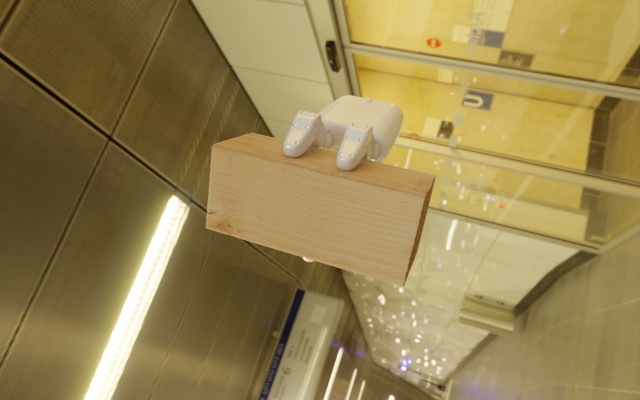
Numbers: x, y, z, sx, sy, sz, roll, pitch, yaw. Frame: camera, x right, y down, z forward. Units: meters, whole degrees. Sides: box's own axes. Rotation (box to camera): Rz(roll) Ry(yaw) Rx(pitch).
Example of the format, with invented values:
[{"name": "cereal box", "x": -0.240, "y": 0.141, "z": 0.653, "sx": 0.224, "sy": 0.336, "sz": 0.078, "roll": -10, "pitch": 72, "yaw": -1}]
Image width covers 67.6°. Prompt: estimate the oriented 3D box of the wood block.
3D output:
[{"name": "wood block", "x": 0.000, "y": 0.002, "z": 0.482, "sx": 0.206, "sy": 0.091, "sz": 0.090, "roll": 14, "pitch": 20, "yaw": 15}]
